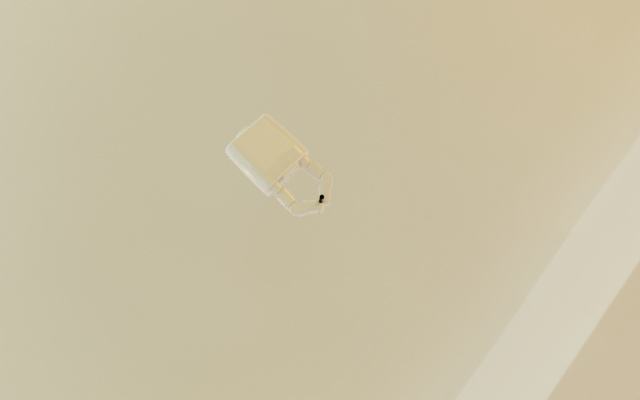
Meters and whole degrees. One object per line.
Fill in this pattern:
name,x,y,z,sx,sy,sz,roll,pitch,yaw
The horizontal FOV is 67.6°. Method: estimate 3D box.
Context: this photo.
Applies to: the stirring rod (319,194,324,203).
stirring rod,0.000,0.003,0.859,0.011,0.011,0.239,0,-4,-1
